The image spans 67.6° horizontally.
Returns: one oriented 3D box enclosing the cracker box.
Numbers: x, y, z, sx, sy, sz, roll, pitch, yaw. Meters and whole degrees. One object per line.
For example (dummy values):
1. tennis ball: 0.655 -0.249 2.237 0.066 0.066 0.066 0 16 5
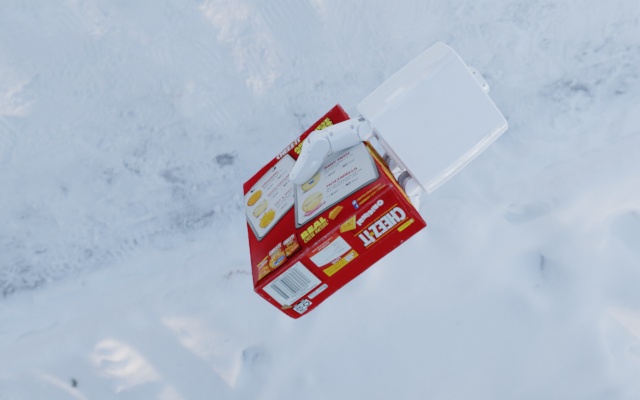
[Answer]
1. cracker box: 0.000 0.002 0.528 0.164 0.072 0.213 -39 30 11
